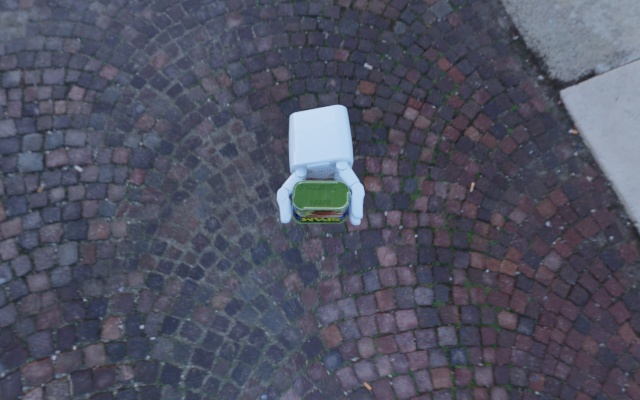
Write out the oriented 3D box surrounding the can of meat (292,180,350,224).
[{"bbox_3d":[0.000,0.003,0.828,0.102,0.057,0.084,0,-17,-1],"label":"can of meat"}]
